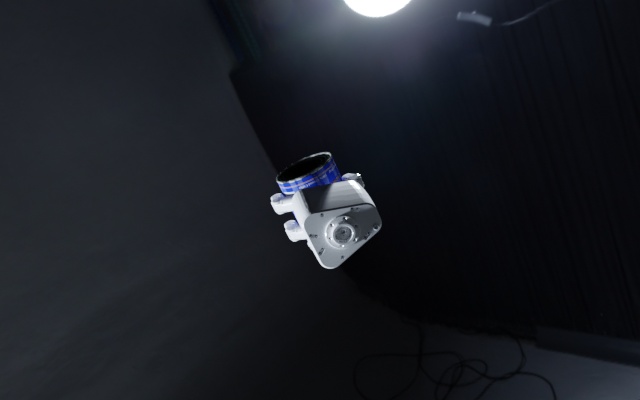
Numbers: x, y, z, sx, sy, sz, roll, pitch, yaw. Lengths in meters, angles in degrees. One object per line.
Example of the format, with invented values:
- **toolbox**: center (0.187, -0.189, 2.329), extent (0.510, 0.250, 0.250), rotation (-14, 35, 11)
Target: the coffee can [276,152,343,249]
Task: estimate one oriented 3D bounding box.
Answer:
- **coffee can**: center (0.000, 0.003, 0.818), extent (0.103, 0.140, 0.102), rotation (-23, 20, 9)
